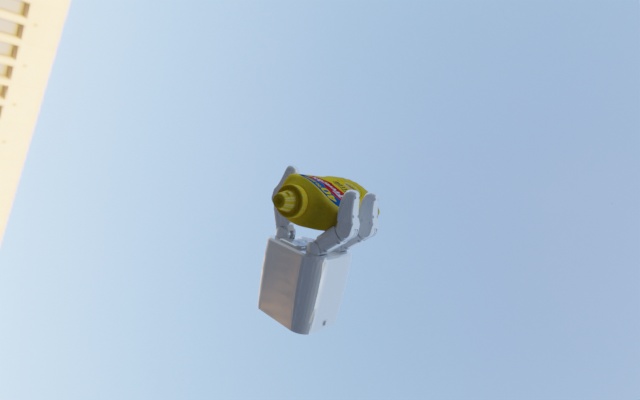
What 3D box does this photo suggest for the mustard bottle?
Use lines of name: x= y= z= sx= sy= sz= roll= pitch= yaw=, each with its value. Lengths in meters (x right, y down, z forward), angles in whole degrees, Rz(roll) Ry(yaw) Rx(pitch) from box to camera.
mustard bottle: x=0.000 y=0.002 z=0.635 sx=0.096 sy=0.058 sz=0.191 roll=42 pitch=20 yaw=25
